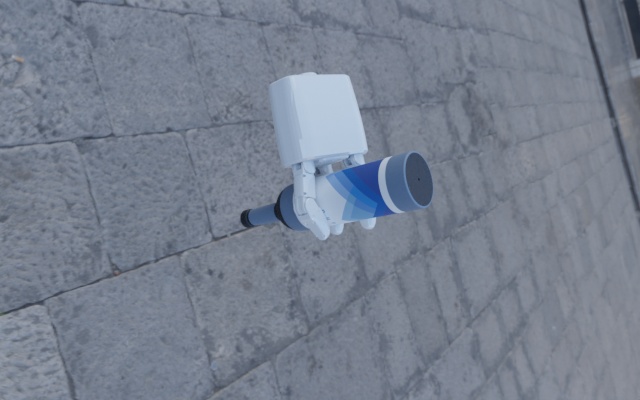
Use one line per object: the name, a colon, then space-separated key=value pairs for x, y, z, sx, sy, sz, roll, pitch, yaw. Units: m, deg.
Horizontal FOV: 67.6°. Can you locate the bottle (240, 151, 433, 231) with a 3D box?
bottle: x=0.000 y=0.002 z=0.629 sx=0.296 sy=0.069 sz=0.069 roll=-13 pitch=-8 yaw=39
